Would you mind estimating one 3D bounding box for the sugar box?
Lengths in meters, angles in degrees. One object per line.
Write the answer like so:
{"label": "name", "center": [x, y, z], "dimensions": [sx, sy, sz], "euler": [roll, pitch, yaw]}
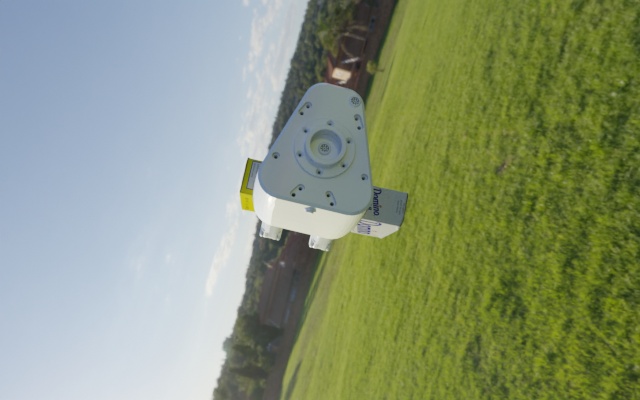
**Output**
{"label": "sugar box", "center": [0.000, 0.002, 0.541], "dimensions": [0.176, 0.048, 0.093], "euler": [14, -14, -4]}
